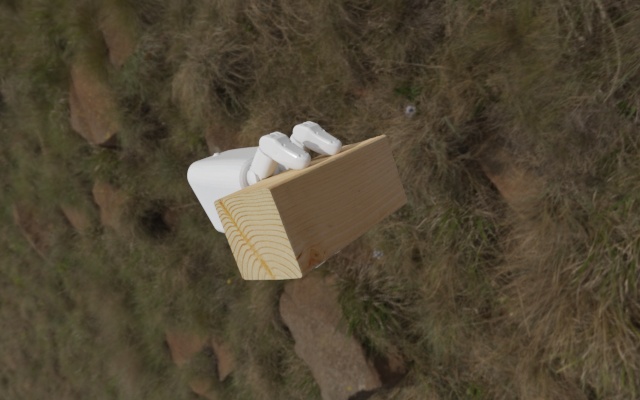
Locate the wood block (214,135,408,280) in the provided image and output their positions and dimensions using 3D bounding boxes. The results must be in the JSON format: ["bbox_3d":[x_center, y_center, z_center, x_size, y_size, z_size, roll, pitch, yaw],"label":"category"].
[{"bbox_3d":[0.000,0.002,0.531,0.090,0.091,0.206,-11,12,42],"label":"wood block"}]
